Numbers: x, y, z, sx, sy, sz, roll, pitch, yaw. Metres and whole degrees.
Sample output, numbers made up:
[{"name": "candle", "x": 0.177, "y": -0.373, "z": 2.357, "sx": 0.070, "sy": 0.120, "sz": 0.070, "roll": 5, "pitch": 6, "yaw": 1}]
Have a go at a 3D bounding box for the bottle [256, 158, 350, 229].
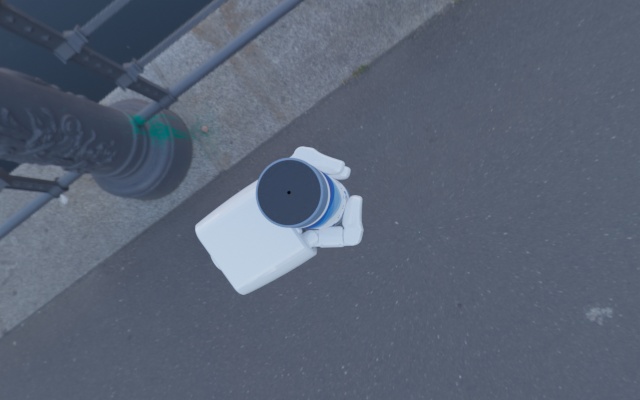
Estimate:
[{"name": "bottle", "x": 0.000, "y": 0.002, "z": 0.591, "sx": 0.069, "sy": 0.069, "sz": 0.296, "roll": 0, "pitch": -4, "yaw": 12}]
